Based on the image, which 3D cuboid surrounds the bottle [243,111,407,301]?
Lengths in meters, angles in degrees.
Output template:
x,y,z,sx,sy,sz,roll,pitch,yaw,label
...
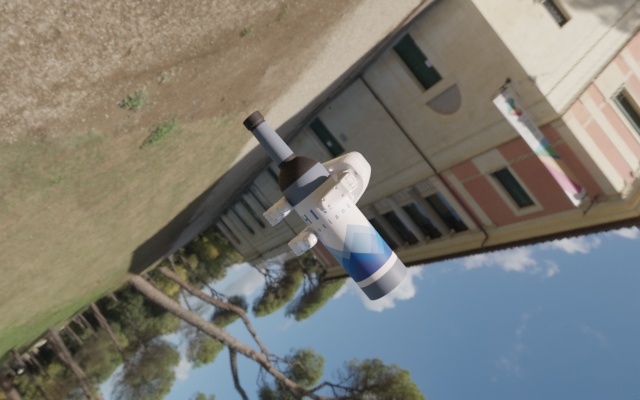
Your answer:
x,y,z,sx,sy,sz,roll,pitch,yaw,label
0.000,0.002,0.645,0.069,0.296,0.069,-39,4,3,bottle
